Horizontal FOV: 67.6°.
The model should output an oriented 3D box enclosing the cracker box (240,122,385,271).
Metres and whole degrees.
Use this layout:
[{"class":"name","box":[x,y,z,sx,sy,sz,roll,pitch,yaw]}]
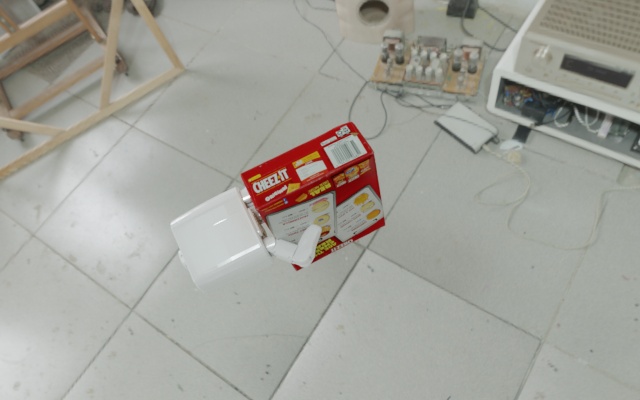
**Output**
[{"class":"cracker box","box":[0.000,0.002,0.687,0.164,0.072,0.214,-27,-30,-3]}]
